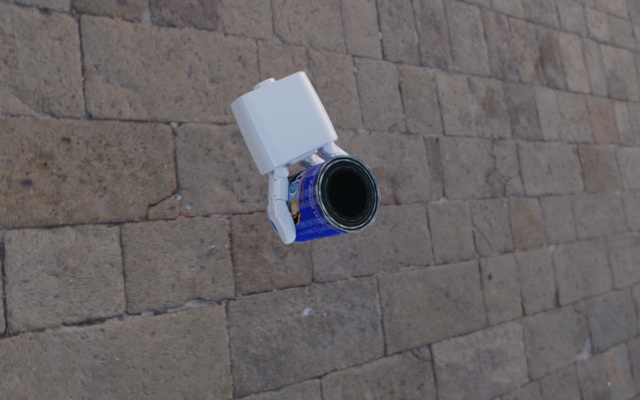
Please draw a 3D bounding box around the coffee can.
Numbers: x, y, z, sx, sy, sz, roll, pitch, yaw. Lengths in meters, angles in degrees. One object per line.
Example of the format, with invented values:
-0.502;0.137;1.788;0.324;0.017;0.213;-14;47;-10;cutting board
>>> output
0.000;0.002;0.669;0.103;0.103;0.140;0;-10;-33;coffee can
